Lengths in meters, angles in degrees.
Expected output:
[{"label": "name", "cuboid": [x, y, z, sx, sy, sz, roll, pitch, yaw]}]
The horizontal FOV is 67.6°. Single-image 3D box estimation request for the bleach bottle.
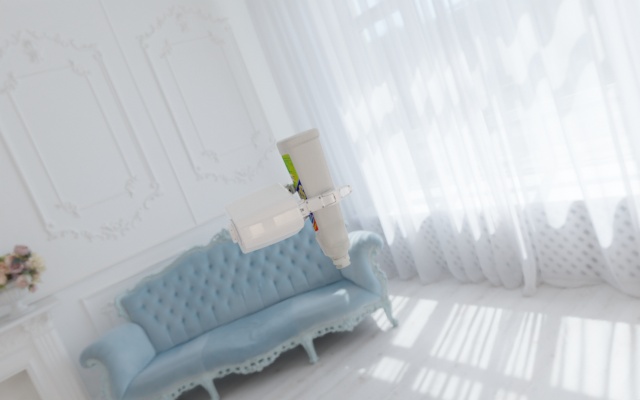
[{"label": "bleach bottle", "cuboid": [0.000, 0.003, 0.840, 0.068, 0.251, 0.102, -23, 9, -14]}]
